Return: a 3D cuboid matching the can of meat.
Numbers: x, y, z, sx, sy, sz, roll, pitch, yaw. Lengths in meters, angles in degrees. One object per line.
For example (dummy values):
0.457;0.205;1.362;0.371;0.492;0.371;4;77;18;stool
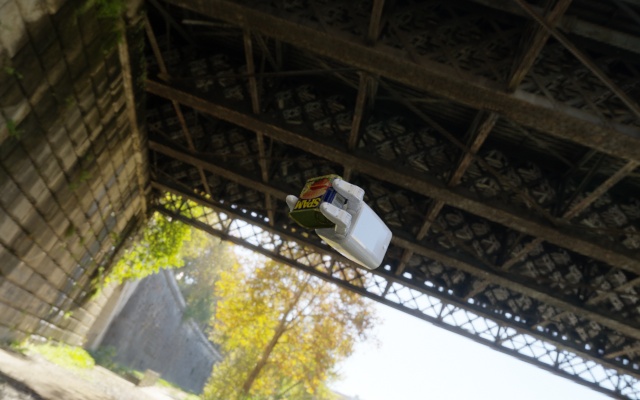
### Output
0.000;0.003;0.895;0.057;0.084;0.102;42;-29;-29;can of meat
